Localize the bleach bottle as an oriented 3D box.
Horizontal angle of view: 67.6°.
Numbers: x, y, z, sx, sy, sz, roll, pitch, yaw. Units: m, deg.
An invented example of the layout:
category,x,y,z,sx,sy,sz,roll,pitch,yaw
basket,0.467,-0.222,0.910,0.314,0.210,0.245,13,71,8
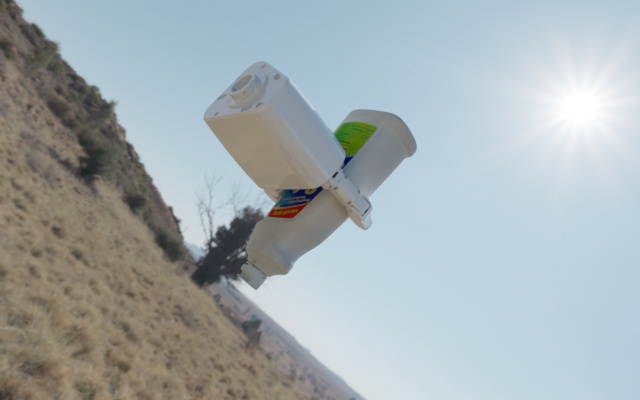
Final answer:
category,x,y,z,sx,sy,sz,roll,pitch,yaw
bleach bottle,0.000,0.002,0.562,0.102,0.250,0.068,21,-24,51
